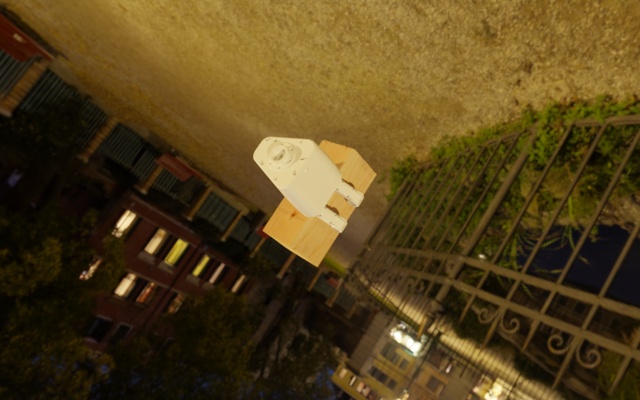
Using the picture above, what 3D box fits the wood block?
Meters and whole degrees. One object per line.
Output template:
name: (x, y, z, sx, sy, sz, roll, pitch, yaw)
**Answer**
wood block: (0.000, 0.003, 0.886, 0.091, 0.206, 0.090, 24, -13, 45)
